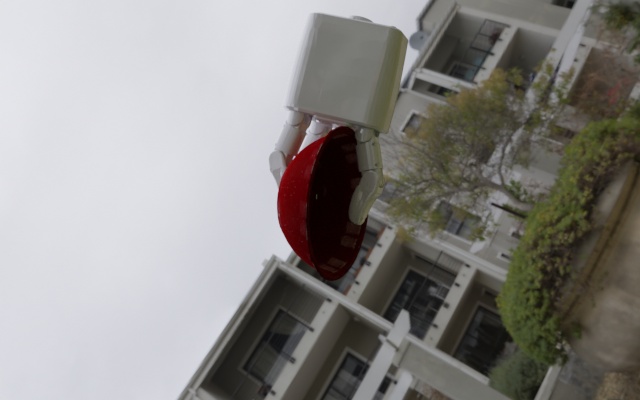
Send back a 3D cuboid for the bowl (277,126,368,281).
[{"bbox_3d":[-0.001,0.003,0.509,0.055,0.162,0.162,5,2,26],"label":"bowl"}]
